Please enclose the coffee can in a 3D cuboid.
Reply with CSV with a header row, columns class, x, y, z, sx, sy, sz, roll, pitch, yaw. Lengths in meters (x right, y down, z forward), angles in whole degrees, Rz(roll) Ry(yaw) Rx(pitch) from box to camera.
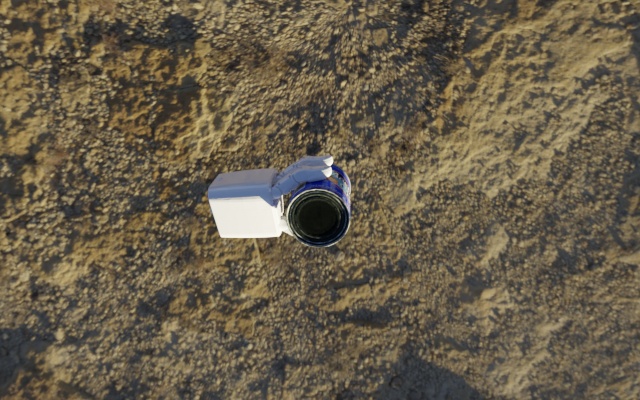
class,x,y,z,sx,sy,sz,roll,pitch,yaw
coffee can,0.000,0.003,0.817,0.103,0.103,0.140,0,22,4
